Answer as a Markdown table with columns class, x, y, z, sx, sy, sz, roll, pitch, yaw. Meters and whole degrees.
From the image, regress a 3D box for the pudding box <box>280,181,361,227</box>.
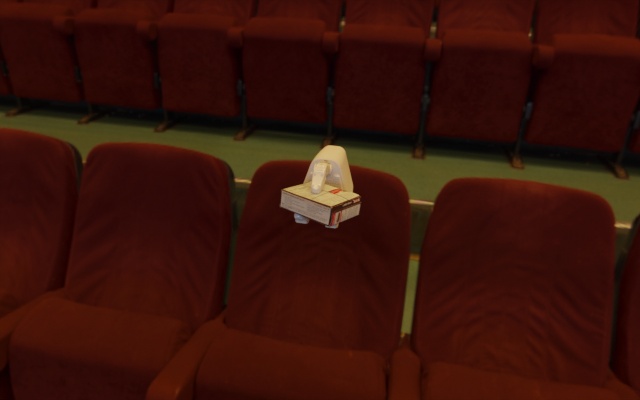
| class | x | y | z | sx | sy | sz | roll | pitch | yaw |
| --- | --- | --- | --- | --- | --- | --- | --- | --- | --- |
| pudding box | 0.000 | 0.003 | 0.823 | 0.113 | 0.039 | 0.090 | 18 | 24 | 35 |
